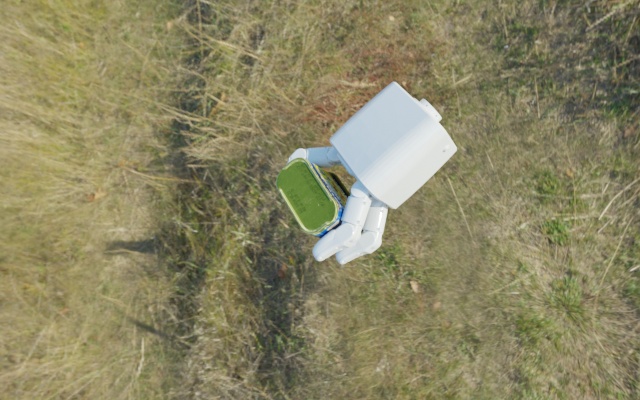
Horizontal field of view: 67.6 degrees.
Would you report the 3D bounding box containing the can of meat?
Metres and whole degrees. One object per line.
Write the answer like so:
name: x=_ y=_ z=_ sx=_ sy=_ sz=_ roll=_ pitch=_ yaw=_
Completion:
can of meat: x=0.000 y=0.002 z=0.587 sx=0.057 sy=0.102 sz=0.084 roll=-40 pitch=-26 yaw=13
